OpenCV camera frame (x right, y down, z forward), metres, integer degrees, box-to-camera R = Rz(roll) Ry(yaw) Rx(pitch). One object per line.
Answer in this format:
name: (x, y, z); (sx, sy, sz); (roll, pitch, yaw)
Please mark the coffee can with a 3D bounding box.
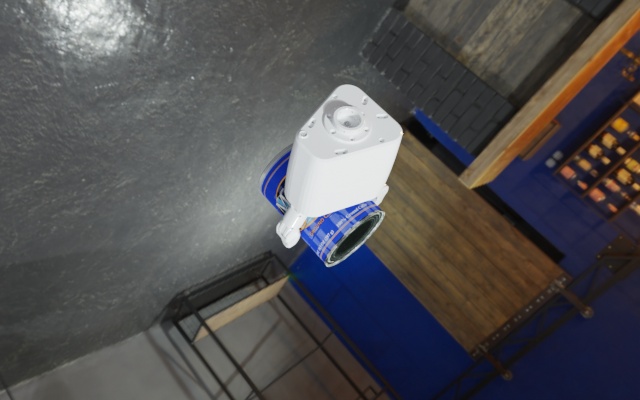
coffee can: (0.000, 0.002, 0.634); (0.140, 0.103, 0.103); (47, 18, 18)
